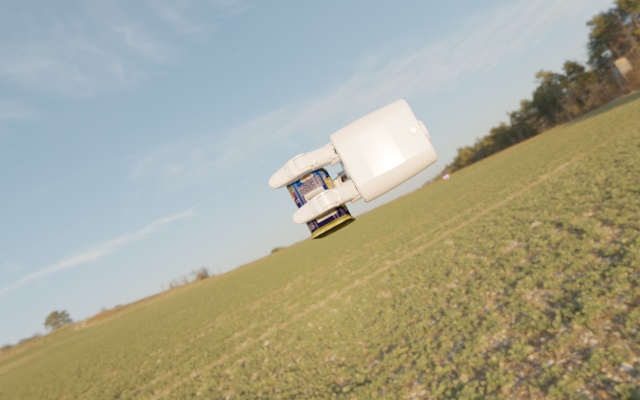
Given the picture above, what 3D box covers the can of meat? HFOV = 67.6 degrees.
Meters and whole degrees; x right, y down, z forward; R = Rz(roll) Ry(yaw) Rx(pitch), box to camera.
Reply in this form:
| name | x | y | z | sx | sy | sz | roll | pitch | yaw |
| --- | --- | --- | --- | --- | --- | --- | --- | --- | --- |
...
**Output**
| name | x | y | z | sx | sy | sz | roll | pitch | yaw |
| --- | --- | --- | --- | --- | --- | --- | --- | --- | --- |
| can of meat | 0.000 | 0.002 | 0.645 | 0.057 | 0.084 | 0.102 | -29 | -8 | 7 |
